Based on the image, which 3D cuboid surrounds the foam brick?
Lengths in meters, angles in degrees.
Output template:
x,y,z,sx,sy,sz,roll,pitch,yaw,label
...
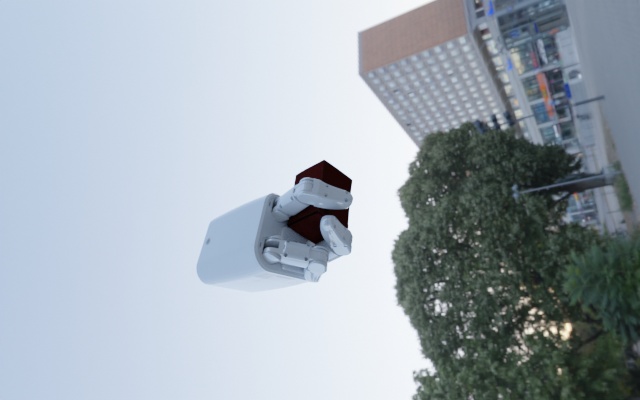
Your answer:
x,y,z,sx,sy,sz,roll,pitch,yaw,label
0.000,0.002,0.567,0.051,0.078,0.053,-26,-48,38,foam brick
